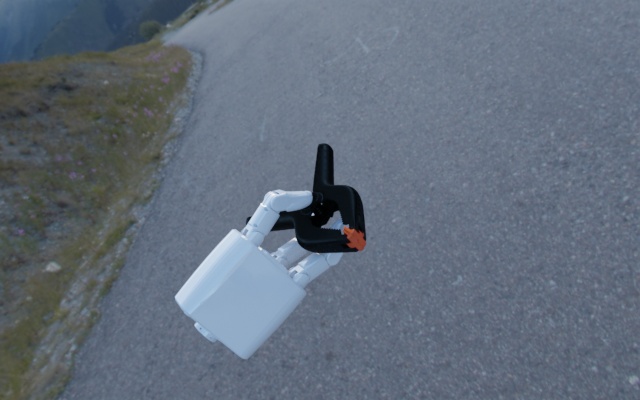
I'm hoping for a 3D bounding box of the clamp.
[{"bbox_3d":[0.000,0.002,0.607,0.036,0.164,0.210,46,-12,-33],"label":"clamp"}]
